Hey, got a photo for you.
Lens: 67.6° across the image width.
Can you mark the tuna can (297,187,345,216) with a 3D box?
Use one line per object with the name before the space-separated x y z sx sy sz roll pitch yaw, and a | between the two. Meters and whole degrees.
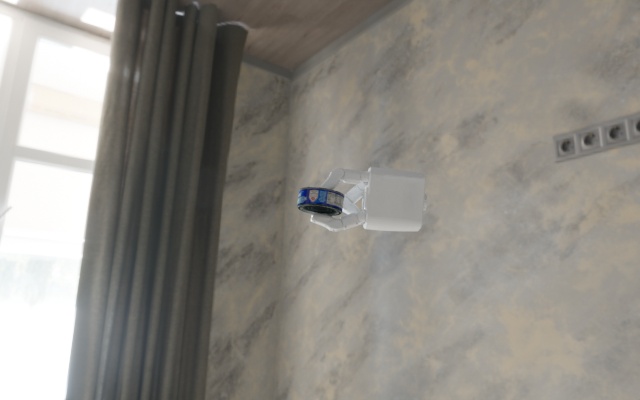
tuna can | 0.000 0.003 0.881 0.086 0.033 0.086 7 -13 2
